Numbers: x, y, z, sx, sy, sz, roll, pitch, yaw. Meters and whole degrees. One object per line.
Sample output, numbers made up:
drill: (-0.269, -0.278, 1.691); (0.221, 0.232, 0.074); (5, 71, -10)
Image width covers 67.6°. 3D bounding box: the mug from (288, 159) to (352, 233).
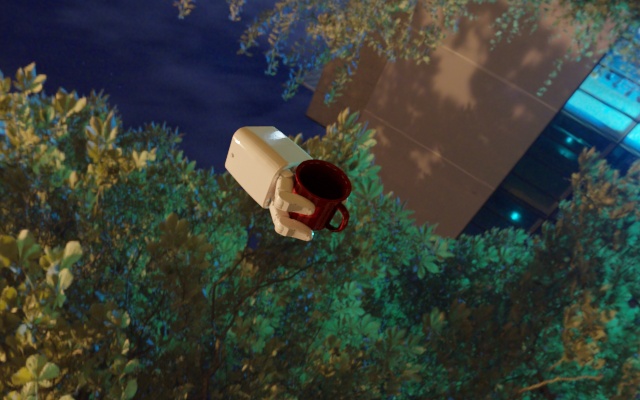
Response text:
mug: (0.001, 0.004, 0.761); (0.117, 0.081, 0.093); (44, 44, 19)
